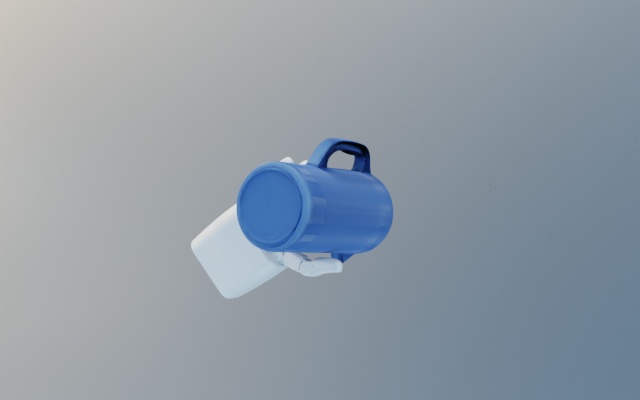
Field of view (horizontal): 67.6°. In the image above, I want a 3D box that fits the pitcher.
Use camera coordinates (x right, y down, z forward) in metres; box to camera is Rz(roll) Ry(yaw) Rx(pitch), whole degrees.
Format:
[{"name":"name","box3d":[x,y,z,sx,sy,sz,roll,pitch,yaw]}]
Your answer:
[{"name":"pitcher","box3d":[0.000,0.002,0.660,0.145,0.149,0.243,-33,-18,23]}]
